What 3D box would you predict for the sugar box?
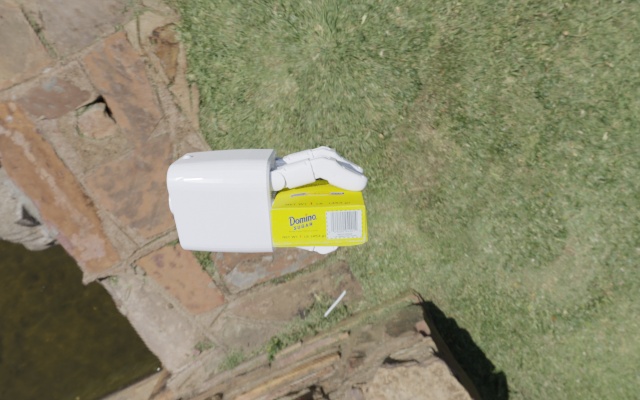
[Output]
[{"bbox_3d":[0.000,0.001,0.535,0.093,0.048,0.176,-1,17,1],"label":"sugar box"}]
